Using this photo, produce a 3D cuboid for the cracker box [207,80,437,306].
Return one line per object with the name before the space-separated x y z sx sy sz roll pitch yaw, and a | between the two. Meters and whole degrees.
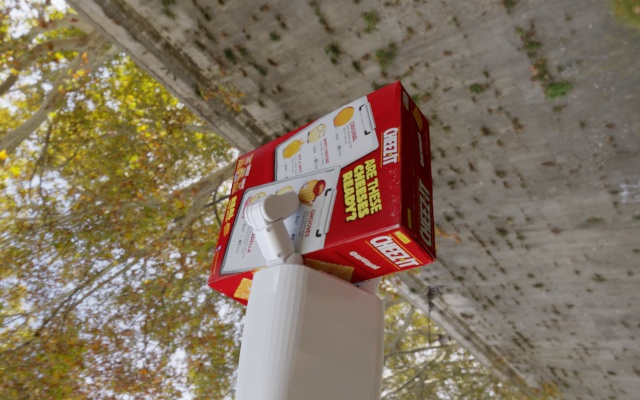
cracker box | 0.000 0.001 0.466 0.214 0.164 0.072 -20 -43 32
